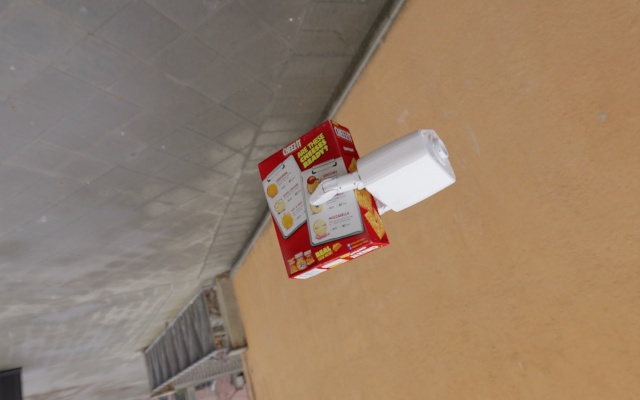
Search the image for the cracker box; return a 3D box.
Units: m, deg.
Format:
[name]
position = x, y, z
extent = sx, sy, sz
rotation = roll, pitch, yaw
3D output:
[cracker box]
position = 0.000, 0.003, 0.787
extent = 0.164, 0.213, 0.072
rotation = -28, -22, 28
